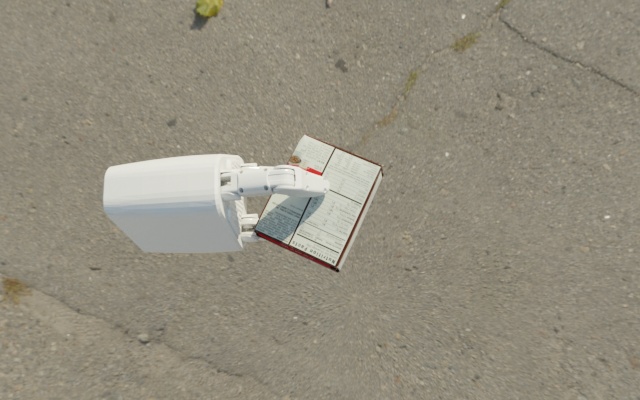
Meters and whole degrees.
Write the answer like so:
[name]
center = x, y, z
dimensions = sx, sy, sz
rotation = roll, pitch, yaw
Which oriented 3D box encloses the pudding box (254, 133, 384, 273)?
[pudding box]
center = 0.000, 0.001, 0.468
dimensions = 0.090, 0.113, 0.039
rotation = 24, -9, 9
